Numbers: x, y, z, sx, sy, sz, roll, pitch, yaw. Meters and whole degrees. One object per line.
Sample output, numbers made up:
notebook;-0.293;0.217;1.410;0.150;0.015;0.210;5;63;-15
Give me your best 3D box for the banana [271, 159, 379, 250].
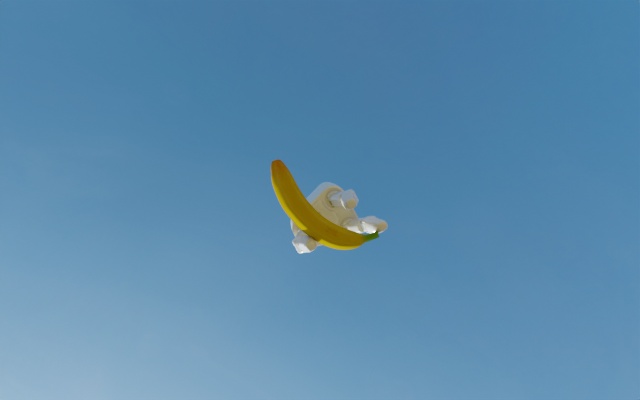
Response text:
banana;-0.008;0.019;0.727;0.198;0.069;0.037;36;5;-10
